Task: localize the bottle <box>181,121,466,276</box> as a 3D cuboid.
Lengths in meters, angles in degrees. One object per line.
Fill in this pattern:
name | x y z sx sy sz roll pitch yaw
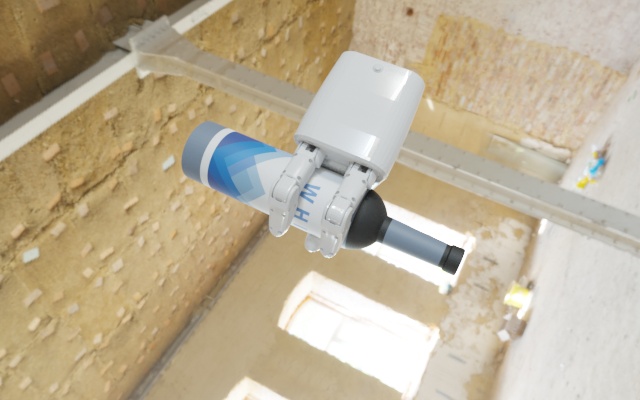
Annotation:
bottle | 0.000 0.002 0.483 0.295 0.069 0.069 24 6 14
